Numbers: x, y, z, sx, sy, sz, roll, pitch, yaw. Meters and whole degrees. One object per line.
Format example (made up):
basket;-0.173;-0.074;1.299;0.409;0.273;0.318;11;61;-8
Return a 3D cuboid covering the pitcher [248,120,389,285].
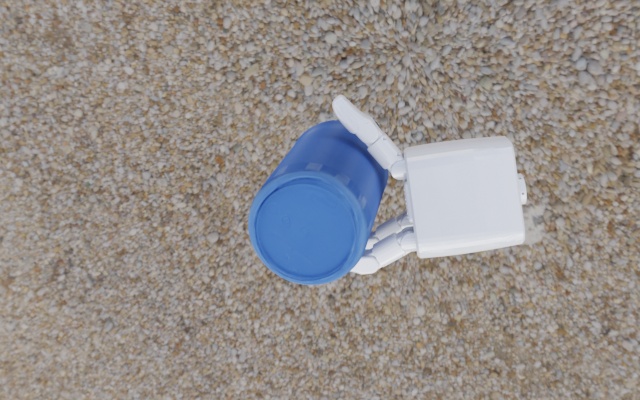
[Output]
pitcher;0.000;0.002;0.526;0.145;0.149;0.242;-7;15;12
